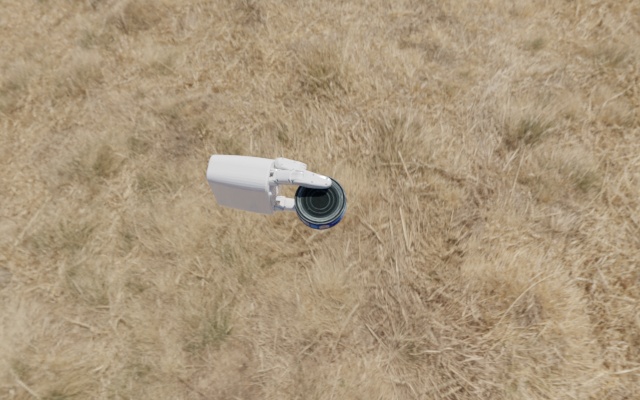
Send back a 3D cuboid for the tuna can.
[{"bbox_3d":[0.000,0.002,0.778,0.086,0.086,0.034,0,-16,3],"label":"tuna can"}]
